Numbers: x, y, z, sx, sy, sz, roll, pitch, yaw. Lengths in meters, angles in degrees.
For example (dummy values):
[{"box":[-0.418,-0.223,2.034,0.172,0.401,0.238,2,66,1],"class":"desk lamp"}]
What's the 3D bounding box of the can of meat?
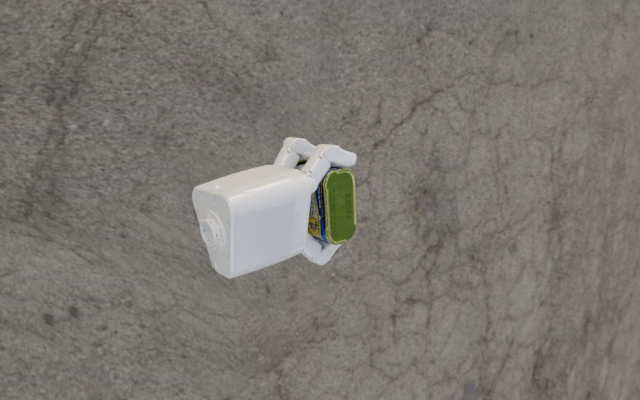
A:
[{"box":[0.000,0.002,0.626,0.057,0.102,0.084,-16,19,-38],"class":"can of meat"}]
